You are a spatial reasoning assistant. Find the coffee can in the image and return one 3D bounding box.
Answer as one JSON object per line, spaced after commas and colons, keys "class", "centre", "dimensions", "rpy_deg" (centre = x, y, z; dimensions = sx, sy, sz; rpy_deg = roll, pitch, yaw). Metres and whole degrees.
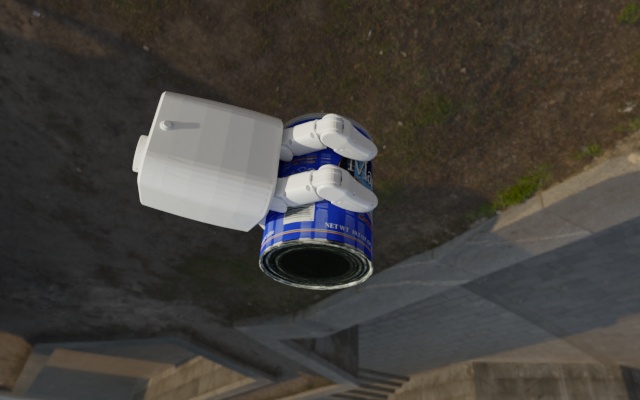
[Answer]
{"class": "coffee can", "centre": [0.000, 0.001, 0.462], "dimensions": [0.103, 0.140, 0.103], "rpy_deg": [3, -32, 2]}
